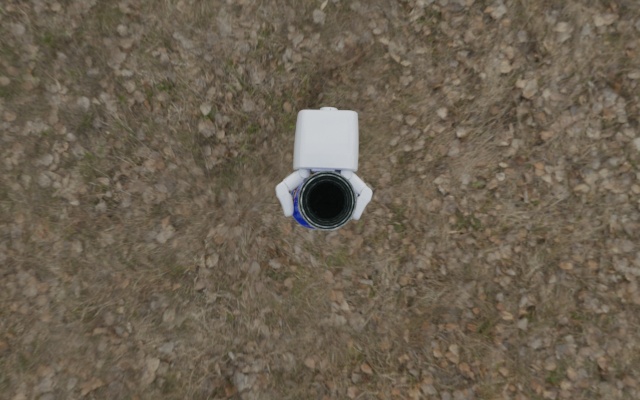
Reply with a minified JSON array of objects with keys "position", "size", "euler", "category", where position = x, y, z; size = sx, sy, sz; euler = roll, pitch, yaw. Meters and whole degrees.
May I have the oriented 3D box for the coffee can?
[{"position":[0.000,0.003,0.873],"size":[0.103,0.103,0.140],"euler":[0,-2,-10],"category":"coffee can"}]
